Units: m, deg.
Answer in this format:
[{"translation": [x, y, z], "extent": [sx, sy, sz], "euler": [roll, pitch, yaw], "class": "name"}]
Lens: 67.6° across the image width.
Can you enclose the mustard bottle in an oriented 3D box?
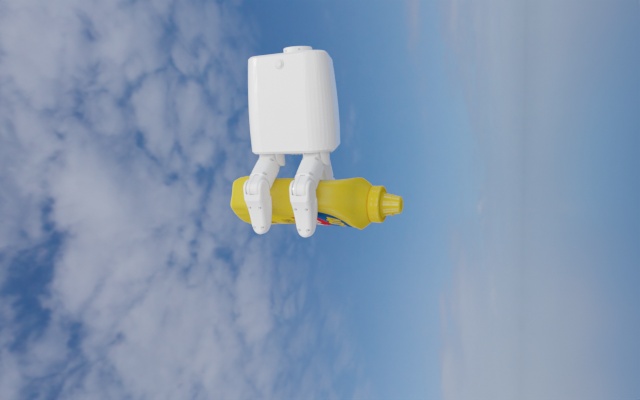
[{"translation": [0.000, 0.002, 0.555], "extent": [0.191, 0.058, 0.096], "euler": [1, -12, 23], "class": "mustard bottle"}]
